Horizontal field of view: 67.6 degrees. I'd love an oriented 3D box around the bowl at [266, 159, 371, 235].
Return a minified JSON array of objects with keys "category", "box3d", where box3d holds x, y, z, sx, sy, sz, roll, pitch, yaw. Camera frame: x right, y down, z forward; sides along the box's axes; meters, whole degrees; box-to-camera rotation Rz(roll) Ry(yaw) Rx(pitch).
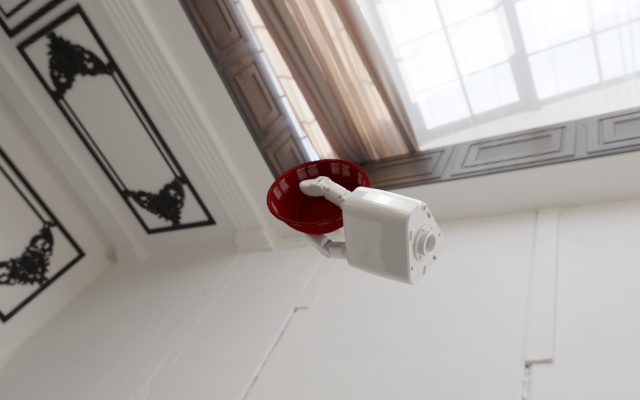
[{"category":"bowl","box3d":[-0.001,0.002,0.746,0.162,0.055,0.162,-8,39,6]}]
